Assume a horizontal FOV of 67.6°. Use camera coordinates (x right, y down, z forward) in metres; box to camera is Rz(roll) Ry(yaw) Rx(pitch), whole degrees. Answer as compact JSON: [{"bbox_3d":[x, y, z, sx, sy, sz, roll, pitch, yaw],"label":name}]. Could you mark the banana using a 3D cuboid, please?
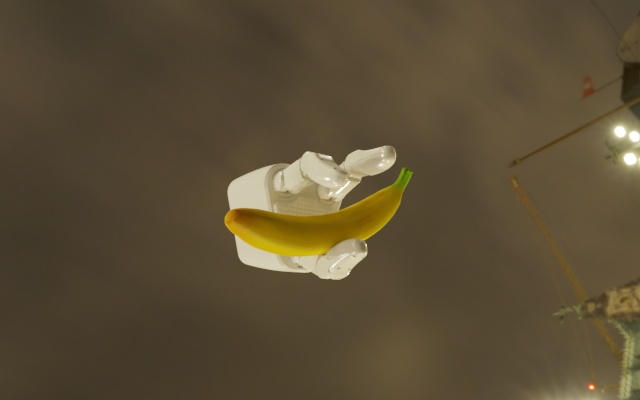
[{"bbox_3d":[0.004,0.018,0.447,0.198,0.070,0.037,-16,21,-31],"label":"banana"}]
